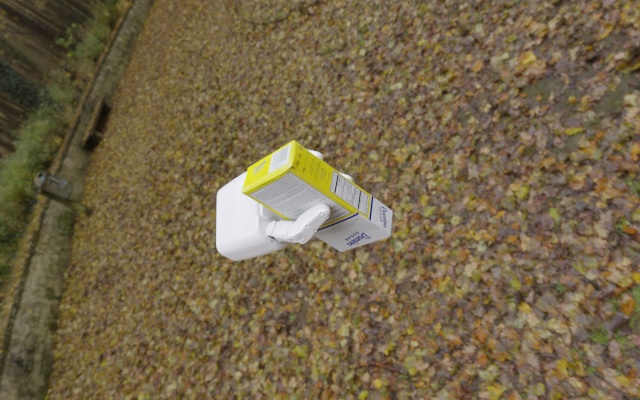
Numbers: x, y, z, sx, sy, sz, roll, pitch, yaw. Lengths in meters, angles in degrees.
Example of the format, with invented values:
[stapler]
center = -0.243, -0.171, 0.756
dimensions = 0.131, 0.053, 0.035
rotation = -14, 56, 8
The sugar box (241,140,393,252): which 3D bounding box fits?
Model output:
[sugar box]
center = 0.000, 0.001, 0.600
dimensions = 0.176, 0.048, 0.093
rotation = 32, -38, -33
